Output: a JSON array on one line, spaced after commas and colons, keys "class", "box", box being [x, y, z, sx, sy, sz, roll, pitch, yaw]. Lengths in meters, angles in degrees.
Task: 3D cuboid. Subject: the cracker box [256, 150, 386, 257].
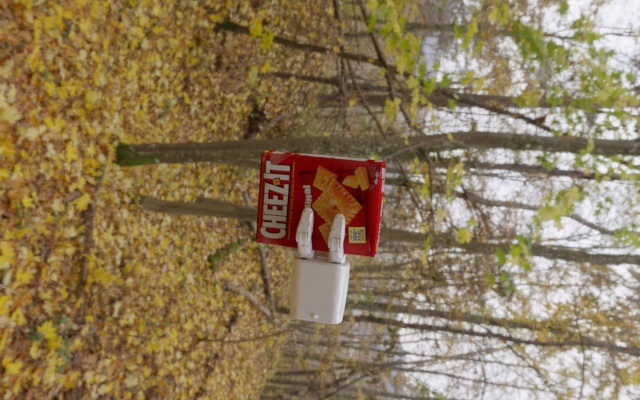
[{"class": "cracker box", "box": [0.000, 0.003, 0.837, 0.213, 0.164, 0.072, 6, 8, 10]}]
